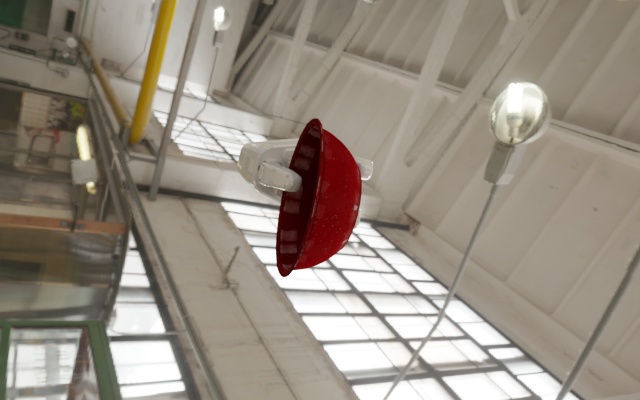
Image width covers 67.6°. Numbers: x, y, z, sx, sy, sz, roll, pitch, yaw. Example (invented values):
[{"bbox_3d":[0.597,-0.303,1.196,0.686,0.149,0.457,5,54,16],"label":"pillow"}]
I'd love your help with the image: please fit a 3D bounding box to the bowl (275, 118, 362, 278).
[{"bbox_3d":[0.001,0.002,0.484,0.055,0.162,0.162,12,-3,-14],"label":"bowl"}]
